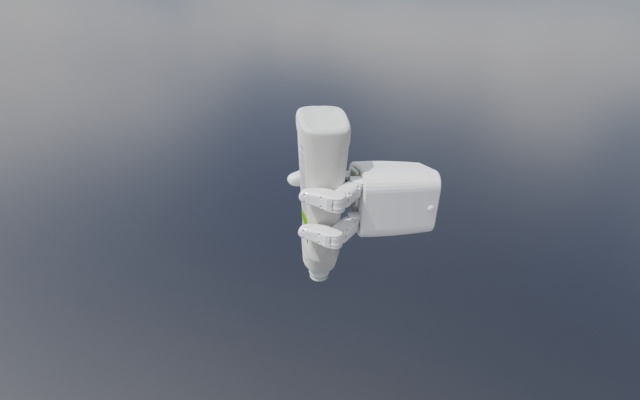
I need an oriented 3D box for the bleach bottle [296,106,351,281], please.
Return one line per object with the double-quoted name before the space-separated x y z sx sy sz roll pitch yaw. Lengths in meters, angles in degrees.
"bleach bottle" 0.000 0.002 0.675 0.068 0.251 0.102 -2 30 -7
